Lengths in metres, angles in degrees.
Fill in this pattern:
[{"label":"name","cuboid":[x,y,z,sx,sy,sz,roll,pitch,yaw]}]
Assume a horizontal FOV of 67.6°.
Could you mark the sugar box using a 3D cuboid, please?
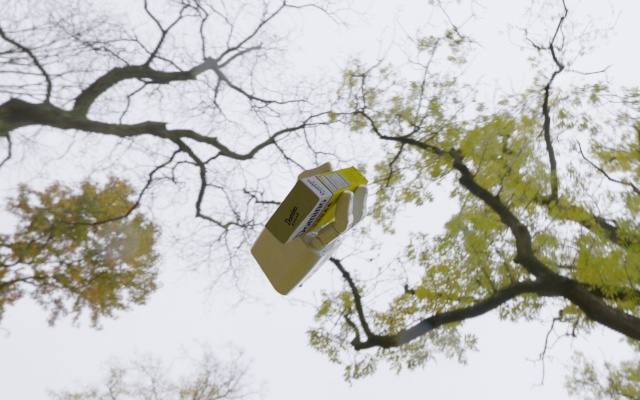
[{"label":"sugar box","cuboid":[0.000,0.003,0.709,0.048,0.093,0.176,44,27,11]}]
